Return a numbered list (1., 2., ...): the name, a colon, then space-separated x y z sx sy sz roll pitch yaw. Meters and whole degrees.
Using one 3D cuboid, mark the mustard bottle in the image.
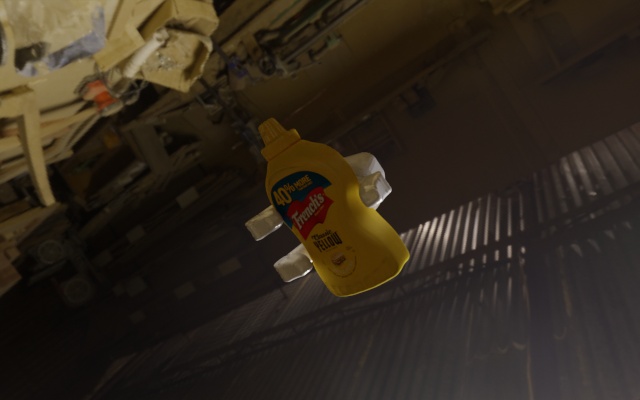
1. mustard bottle: 0.000 0.002 0.478 0.096 0.191 0.058 -28 9 42
